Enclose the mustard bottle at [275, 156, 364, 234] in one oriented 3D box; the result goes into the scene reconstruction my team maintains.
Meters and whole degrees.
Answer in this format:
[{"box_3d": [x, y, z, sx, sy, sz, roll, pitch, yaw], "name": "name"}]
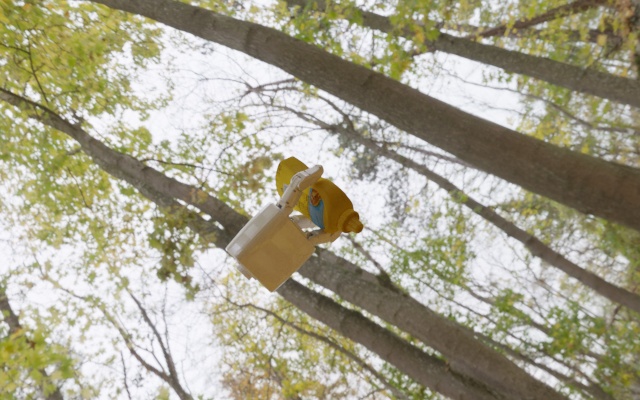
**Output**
[{"box_3d": [0.000, 0.002, 0.818, 0.058, 0.096, 0.191, -29, 45, -30], "name": "mustard bottle"}]
